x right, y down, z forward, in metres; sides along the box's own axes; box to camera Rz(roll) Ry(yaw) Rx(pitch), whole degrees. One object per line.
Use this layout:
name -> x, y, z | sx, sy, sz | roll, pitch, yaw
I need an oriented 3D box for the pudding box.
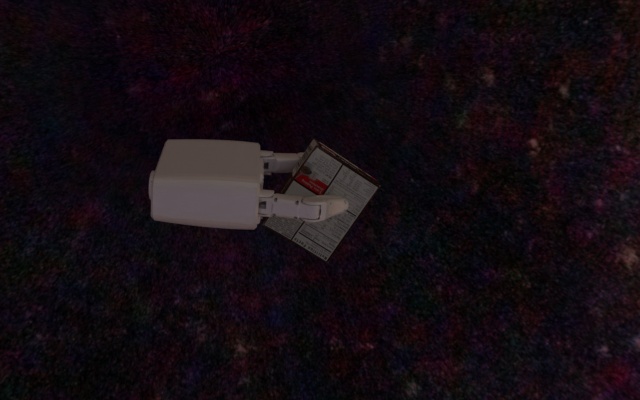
pudding box -> 0.000, 0.002, 0.544 | 0.090, 0.113, 0.039 | 32, 11, -13
